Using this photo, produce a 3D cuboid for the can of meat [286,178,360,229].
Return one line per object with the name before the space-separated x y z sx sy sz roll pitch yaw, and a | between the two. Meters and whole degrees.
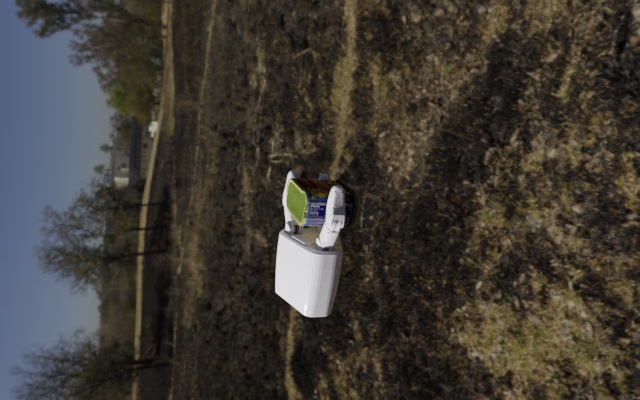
can of meat | 0.000 0.002 0.723 0.084 0.057 0.102 2 18 -21
